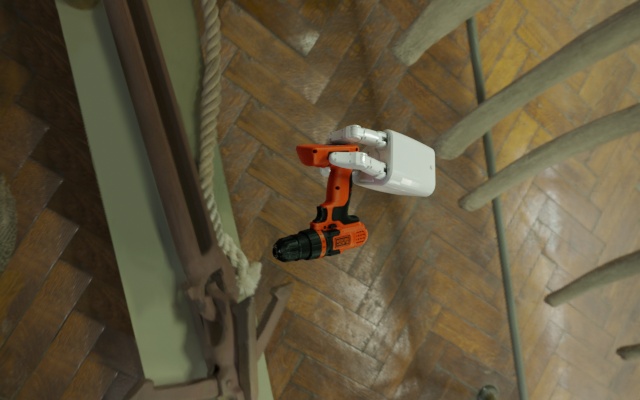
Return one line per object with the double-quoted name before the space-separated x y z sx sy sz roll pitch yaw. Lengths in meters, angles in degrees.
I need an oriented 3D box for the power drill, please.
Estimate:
"power drill" 0.000 0.002 0.783 0.184 0.188 0.057 -9 16 -38
